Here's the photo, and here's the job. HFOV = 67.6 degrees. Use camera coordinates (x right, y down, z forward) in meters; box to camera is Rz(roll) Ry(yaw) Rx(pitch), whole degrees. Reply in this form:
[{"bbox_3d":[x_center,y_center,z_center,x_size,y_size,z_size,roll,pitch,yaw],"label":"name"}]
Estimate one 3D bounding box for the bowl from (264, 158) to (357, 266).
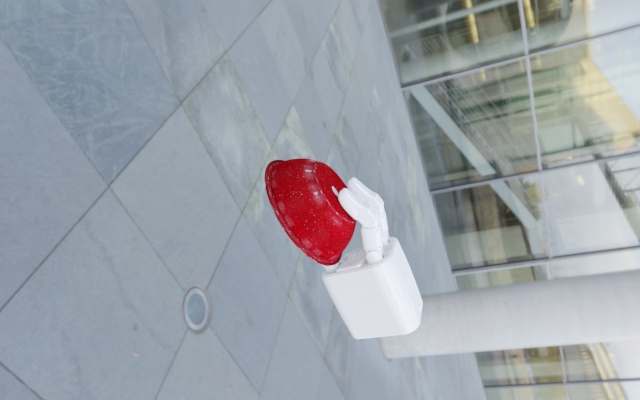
[{"bbox_3d":[0.000,0.001,0.626,0.055,0.162,0.162,-33,-14,22],"label":"bowl"}]
